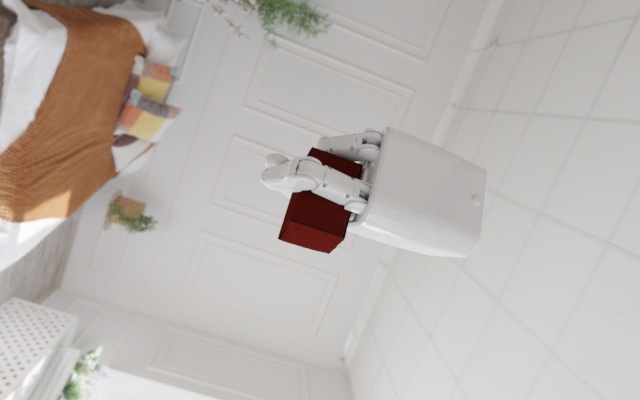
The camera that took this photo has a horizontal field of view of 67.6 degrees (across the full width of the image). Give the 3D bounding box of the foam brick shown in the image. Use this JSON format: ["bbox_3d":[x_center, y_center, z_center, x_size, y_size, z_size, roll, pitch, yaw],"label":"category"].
[{"bbox_3d":[0.000,0.002,0.436,0.051,0.078,0.053,20,-25,-8],"label":"foam brick"}]
